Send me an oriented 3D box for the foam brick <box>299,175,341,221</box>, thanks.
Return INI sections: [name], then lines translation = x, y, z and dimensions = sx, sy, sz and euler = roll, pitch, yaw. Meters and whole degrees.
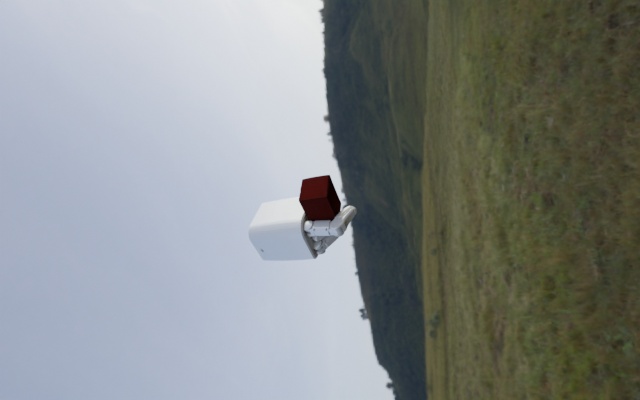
[foam brick]
translation = 0.000, 0.002, 0.826
dimensions = 0.051, 0.053, 0.078
euler = -6, -43, 17
